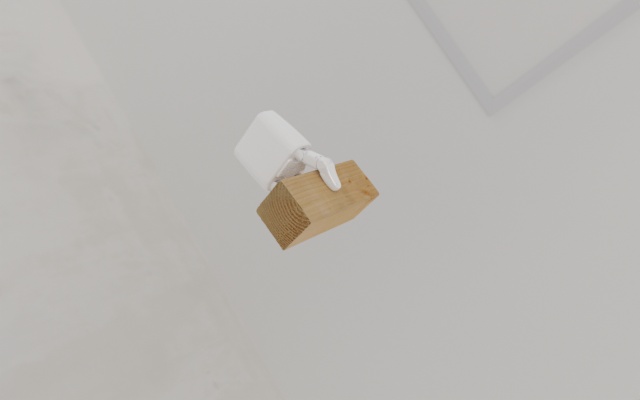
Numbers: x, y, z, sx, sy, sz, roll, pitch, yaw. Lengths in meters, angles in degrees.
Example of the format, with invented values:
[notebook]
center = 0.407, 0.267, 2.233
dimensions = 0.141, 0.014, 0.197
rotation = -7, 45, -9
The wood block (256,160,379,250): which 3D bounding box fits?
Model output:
[wood block]
center = 0.000, 0.002, 0.858
dimensions = 0.206, 0.090, 0.091
rotation = -21, -20, -49
